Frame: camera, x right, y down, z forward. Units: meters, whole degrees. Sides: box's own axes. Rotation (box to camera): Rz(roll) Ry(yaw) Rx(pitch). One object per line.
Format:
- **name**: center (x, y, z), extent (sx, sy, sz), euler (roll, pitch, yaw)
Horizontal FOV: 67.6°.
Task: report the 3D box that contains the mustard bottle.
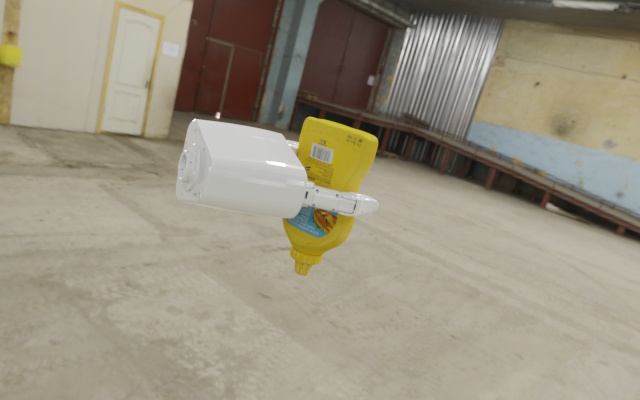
- **mustard bottle**: center (0.000, 0.002, 0.583), extent (0.096, 0.192, 0.058), euler (24, 15, 33)
